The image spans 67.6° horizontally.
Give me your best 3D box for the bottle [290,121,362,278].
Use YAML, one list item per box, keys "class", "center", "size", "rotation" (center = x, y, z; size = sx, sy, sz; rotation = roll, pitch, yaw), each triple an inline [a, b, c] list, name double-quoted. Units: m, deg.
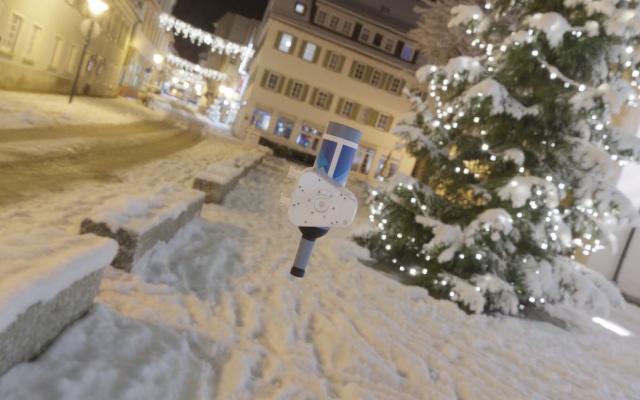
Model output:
- class: "bottle"
  center: [0.000, 0.003, 0.895]
  size: [0.069, 0.296, 0.069]
  rotation: [18, 5, -2]
